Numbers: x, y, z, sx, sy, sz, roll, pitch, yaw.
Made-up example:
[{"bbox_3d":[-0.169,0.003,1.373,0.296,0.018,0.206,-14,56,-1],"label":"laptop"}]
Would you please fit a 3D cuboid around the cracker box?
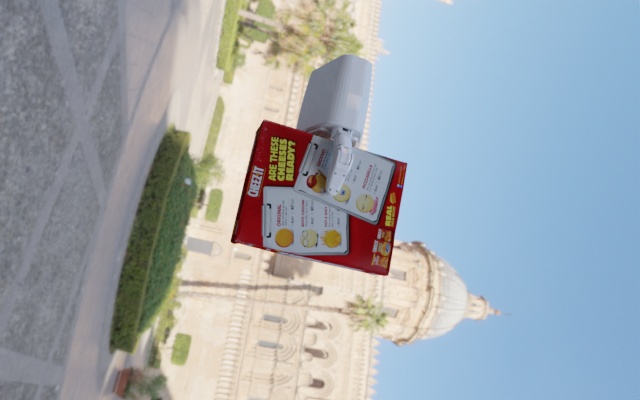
[{"bbox_3d":[0.000,0.002,0.656,0.214,0.164,0.072,15,-12,-15],"label":"cracker box"}]
